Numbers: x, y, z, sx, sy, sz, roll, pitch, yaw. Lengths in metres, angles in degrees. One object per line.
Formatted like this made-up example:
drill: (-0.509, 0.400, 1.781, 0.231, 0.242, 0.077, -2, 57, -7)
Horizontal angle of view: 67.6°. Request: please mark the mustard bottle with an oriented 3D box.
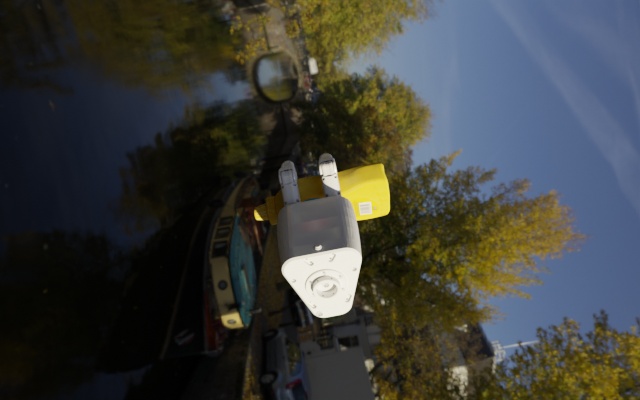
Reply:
mustard bottle: (0.000, 0.002, 0.684, 0.191, 0.058, 0.096, -11, -32, 2)
